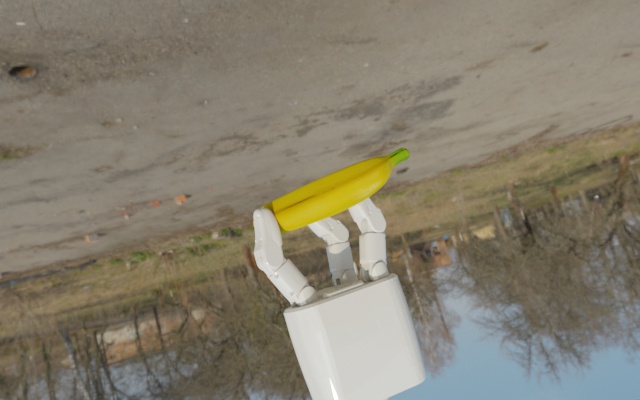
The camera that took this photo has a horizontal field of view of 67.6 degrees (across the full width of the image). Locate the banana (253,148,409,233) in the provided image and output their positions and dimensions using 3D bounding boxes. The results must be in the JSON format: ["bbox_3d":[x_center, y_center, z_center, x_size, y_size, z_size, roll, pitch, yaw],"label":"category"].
[{"bbox_3d":[-0.007,0.003,0.470,0.198,0.037,0.069,-23,-4,31],"label":"banana"}]
